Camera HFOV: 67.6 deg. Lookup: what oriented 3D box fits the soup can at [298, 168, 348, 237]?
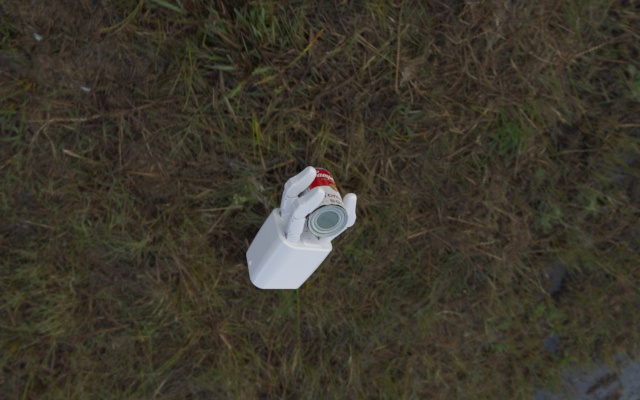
[{"bbox_3d":[0.001,0.002,0.776,0.068,0.068,0.102,0,37,-16],"label":"soup can"}]
